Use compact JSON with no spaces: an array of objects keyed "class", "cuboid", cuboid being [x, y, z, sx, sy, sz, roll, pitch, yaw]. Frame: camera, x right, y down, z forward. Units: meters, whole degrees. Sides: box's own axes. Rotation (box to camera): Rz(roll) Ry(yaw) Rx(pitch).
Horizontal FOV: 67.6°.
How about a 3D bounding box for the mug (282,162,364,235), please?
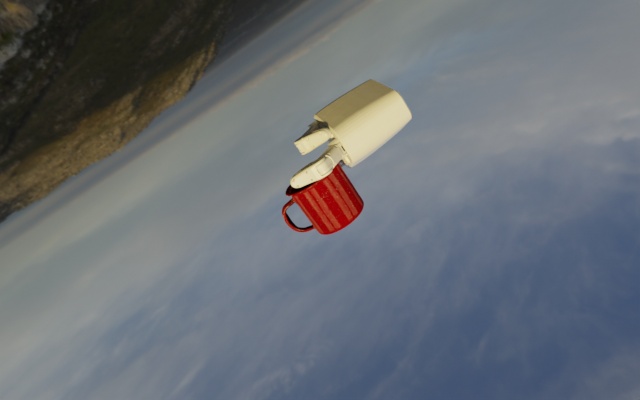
[{"class":"mug","cuboid":[-0.001,0.003,0.693,0.117,0.081,0.093,-35,17,-1]}]
